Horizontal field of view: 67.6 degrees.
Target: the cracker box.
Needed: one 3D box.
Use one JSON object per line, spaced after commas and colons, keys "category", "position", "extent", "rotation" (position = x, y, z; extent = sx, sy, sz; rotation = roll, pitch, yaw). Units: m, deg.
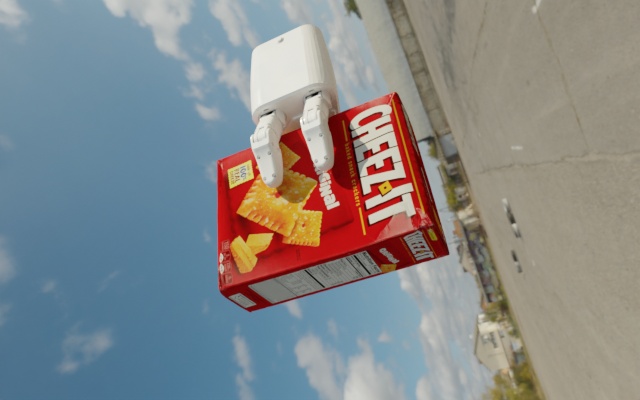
{"category": "cracker box", "position": [0.000, 0.002, 0.484], "extent": [0.214, 0.164, 0.072], "rotation": [-19, -36, 16]}
